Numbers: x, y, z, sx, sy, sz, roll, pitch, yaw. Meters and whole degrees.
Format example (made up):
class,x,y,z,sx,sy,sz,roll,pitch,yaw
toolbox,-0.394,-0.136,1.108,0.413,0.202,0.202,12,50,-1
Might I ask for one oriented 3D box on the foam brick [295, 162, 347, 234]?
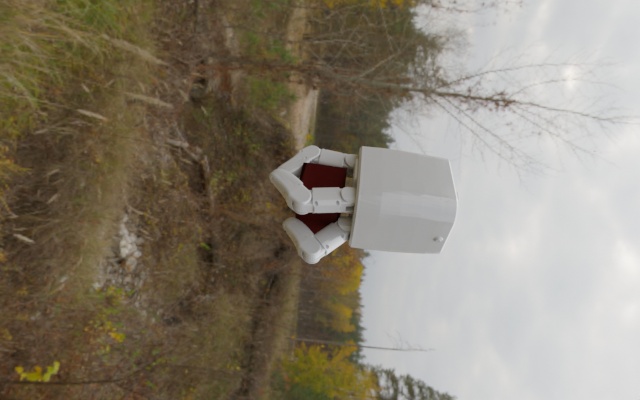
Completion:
class,x,y,z,sx,sy,sz,roll,pitch,yaw
foam brick,0.000,0.002,0.561,0.051,0.053,0.078,9,-35,4
